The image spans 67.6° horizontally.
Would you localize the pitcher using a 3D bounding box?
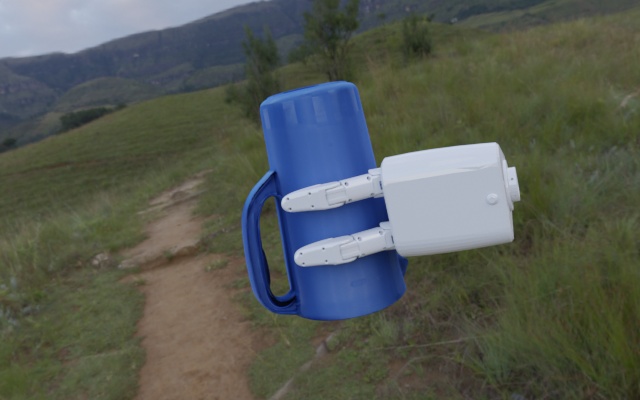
[{"bbox_3d":[0.000,0.002,0.527,0.145,0.243,0.149,-8,9,24],"label":"pitcher"}]
